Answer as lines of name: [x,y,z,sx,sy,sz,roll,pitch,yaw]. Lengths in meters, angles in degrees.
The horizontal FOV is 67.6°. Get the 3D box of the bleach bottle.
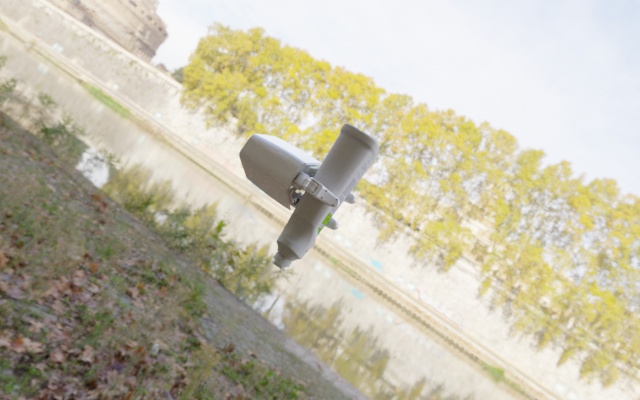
bleach bottle: [0.000,0.003,0.777,0.068,0.251,0.102,34,-3,14]
